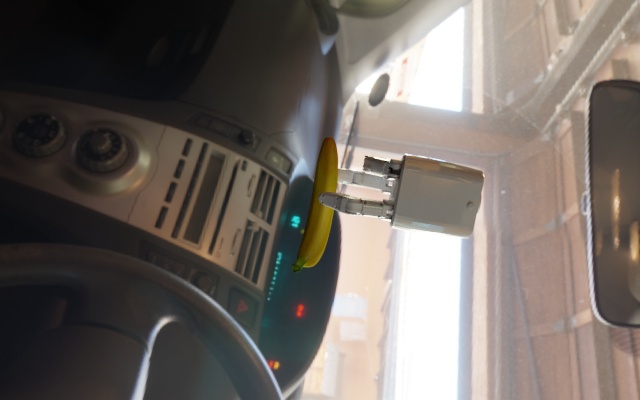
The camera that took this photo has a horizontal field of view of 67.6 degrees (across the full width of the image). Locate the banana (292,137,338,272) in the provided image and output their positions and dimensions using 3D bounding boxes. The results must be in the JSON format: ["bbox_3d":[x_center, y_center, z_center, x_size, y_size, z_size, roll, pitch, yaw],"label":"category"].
[{"bbox_3d":[0.000,0.011,0.677,0.037,0.197,0.070,11,-16,5],"label":"banana"}]
